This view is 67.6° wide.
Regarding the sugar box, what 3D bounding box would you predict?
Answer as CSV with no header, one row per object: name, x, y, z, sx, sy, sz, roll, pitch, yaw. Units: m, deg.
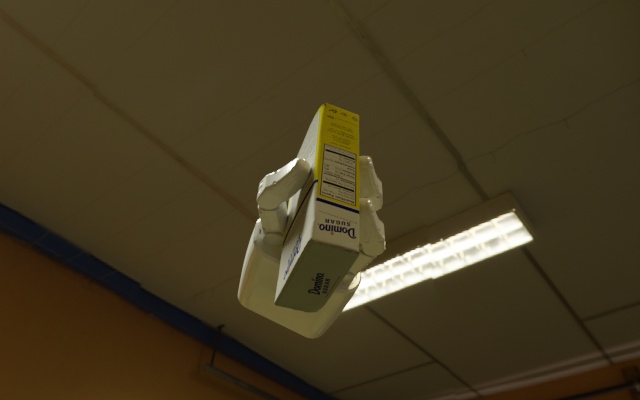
sugar box,0.001,0.002,0.428,0.048,0.176,0.093,15,-46,-14
